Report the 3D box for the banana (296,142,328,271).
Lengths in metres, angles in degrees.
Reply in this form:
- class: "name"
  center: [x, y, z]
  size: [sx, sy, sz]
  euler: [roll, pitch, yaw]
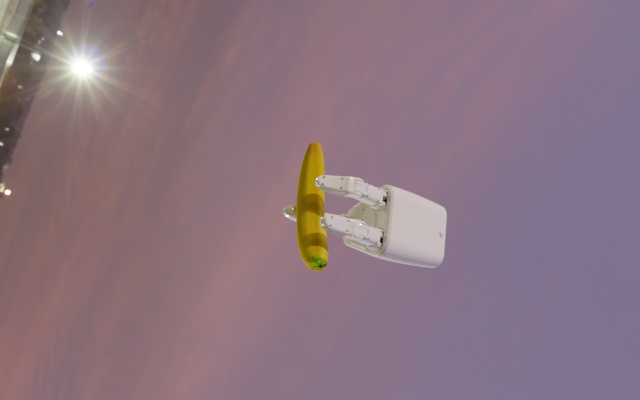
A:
- class: "banana"
  center: [-0.007, 0.015, 0.621]
  size: [0.037, 0.197, 0.070]
  euler: [12, -40, -22]
